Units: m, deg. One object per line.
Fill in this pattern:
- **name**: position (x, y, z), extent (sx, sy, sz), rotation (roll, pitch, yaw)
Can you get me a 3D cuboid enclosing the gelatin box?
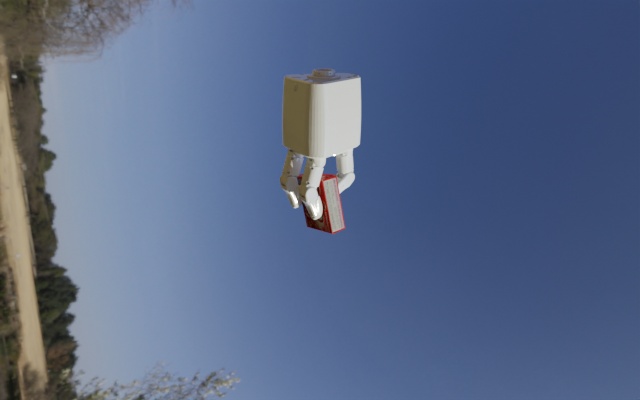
- **gelatin box**: position (0.001, 0.003, 0.746), extent (0.030, 0.089, 0.073), rotation (-19, 16, -31)
